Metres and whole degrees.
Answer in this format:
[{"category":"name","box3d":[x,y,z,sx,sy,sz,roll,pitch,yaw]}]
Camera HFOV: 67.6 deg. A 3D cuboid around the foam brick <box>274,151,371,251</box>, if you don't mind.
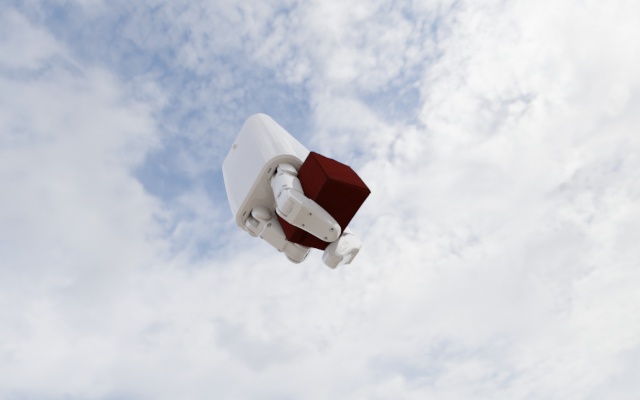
[{"category":"foam brick","box3d":[0.000,0.001,0.462,0.053,0.078,0.051,19,26,-33]}]
